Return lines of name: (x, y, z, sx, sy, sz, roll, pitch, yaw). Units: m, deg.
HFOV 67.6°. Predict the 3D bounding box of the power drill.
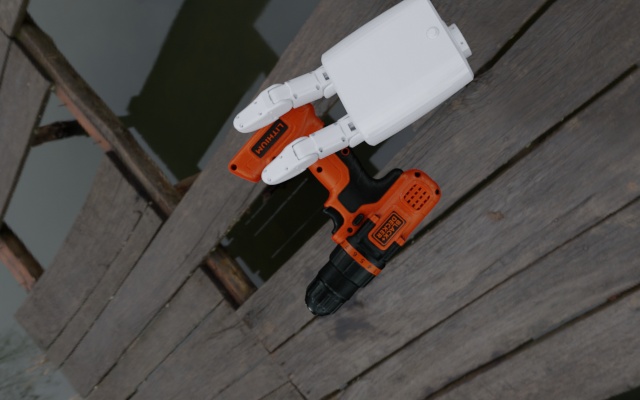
power drill: (0.000, 0.001, 0.489, 0.187, 0.184, 0.057, 41, 3, -2)
